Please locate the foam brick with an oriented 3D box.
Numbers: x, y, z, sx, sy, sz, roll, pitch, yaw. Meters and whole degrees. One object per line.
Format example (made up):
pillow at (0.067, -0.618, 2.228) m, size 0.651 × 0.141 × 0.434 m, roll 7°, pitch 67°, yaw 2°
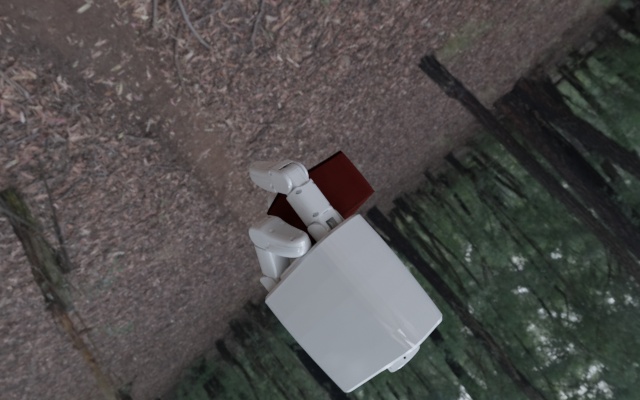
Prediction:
foam brick at (0.000, 0.001, 0.438) m, size 0.078 × 0.051 × 0.053 m, roll -34°, pitch -12°, yaw -35°
